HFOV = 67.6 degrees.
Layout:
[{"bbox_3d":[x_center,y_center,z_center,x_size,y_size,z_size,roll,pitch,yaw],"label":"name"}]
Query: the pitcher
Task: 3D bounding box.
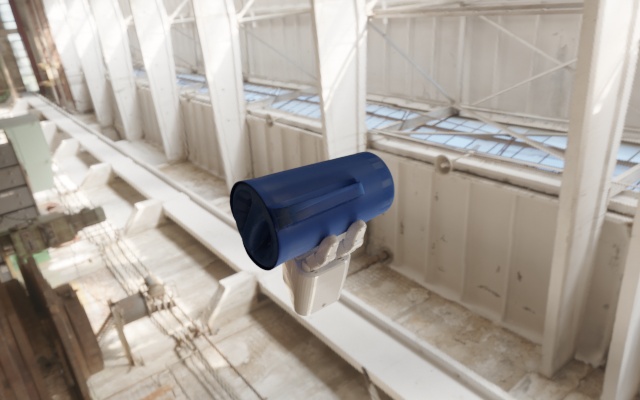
[{"bbox_3d":[0.000,0.002,0.723,0.243,0.145,0.149,-21,45,-32],"label":"pitcher"}]
